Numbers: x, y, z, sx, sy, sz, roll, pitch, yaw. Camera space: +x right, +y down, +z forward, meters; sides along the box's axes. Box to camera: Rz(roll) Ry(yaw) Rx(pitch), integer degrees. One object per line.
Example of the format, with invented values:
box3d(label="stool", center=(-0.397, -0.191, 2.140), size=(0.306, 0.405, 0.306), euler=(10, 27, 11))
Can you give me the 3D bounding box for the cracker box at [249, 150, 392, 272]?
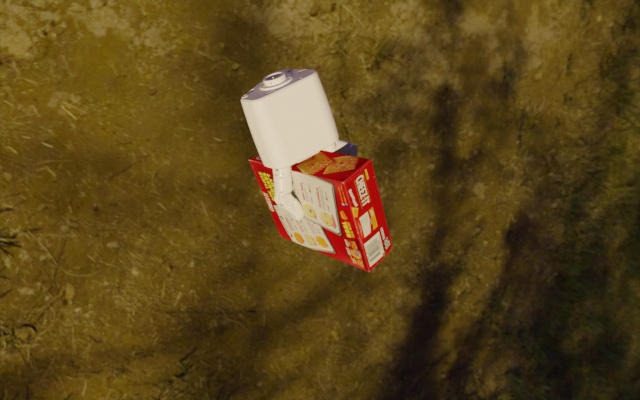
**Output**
box3d(label="cracker box", center=(0.000, 0.003, 0.754), size=(0.213, 0.164, 0.072), euler=(17, 46, 44))
